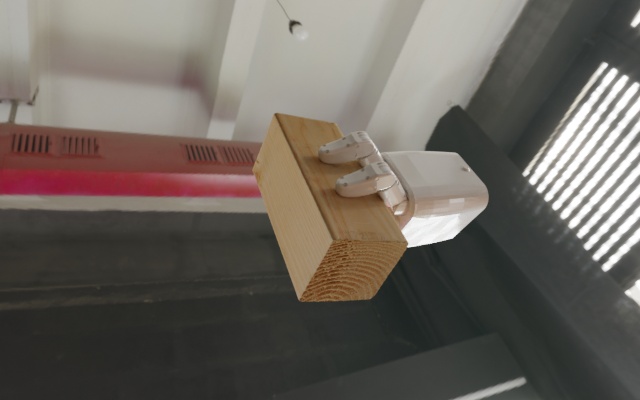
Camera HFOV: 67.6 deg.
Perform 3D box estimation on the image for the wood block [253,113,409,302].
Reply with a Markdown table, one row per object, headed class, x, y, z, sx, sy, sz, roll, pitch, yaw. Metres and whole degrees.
| class | x | y | z | sx | sy | sz | roll | pitch | yaw |
| --- | --- | --- | --- | --- | --- | --- | --- | --- | --- |
| wood block | 0.000 | 0.002 | 0.532 | 0.090 | 0.091 | 0.206 | 5 | 39 | -29 |
